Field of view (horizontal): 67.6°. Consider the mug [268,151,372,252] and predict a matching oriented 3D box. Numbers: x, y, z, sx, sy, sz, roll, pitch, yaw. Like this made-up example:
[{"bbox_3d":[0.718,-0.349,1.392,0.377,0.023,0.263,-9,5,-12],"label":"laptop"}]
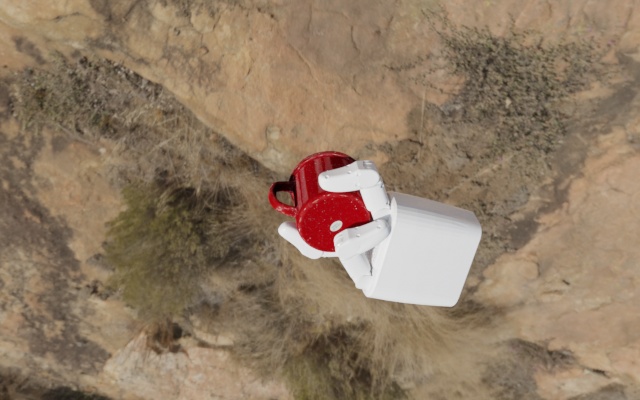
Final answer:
[{"bbox_3d":[-0.001,0.002,0.534,0.117,0.093,0.081,10,32,-12],"label":"mug"}]
